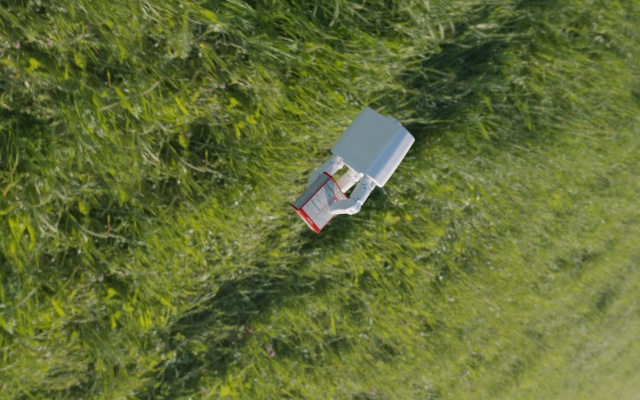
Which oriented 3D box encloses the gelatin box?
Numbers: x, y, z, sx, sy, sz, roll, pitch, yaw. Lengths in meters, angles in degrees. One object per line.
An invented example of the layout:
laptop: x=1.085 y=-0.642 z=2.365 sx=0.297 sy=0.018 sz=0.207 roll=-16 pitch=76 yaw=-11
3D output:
gelatin box: x=0.000 y=0.003 z=0.872 sx=0.030 sy=0.089 sz=0.073 roll=33 pitch=-14 yaw=47
